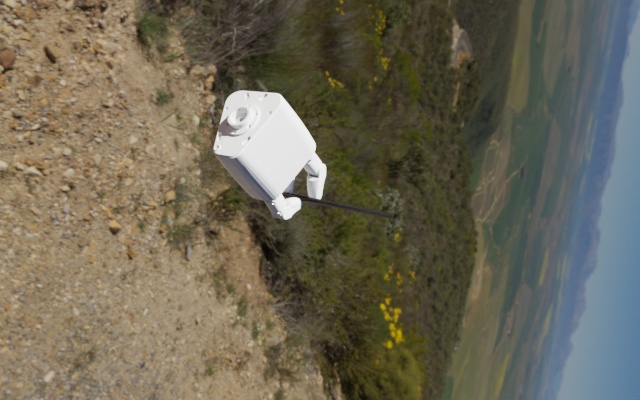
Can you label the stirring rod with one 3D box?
[{"bbox_3d":[0.000,0.002,0.720,0.239,0.011,0.011,11,5,29],"label":"stirring rod"}]
